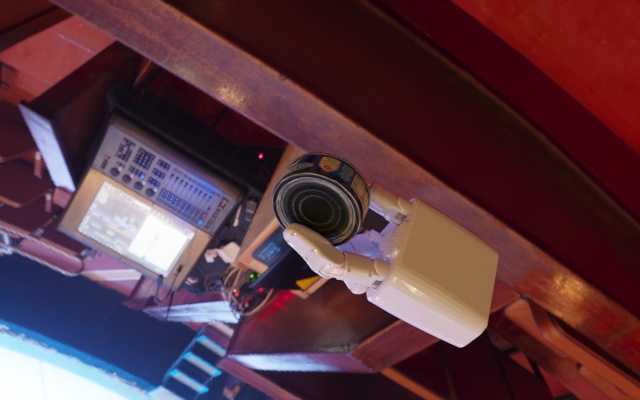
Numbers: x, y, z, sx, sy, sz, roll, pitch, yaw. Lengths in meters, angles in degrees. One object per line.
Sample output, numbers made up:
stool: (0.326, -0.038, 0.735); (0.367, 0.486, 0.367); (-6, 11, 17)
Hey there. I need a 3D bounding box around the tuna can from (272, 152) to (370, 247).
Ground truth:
tuna can: (0.000, 0.002, 0.434); (0.086, 0.086, 0.033); (0, 35, 21)
